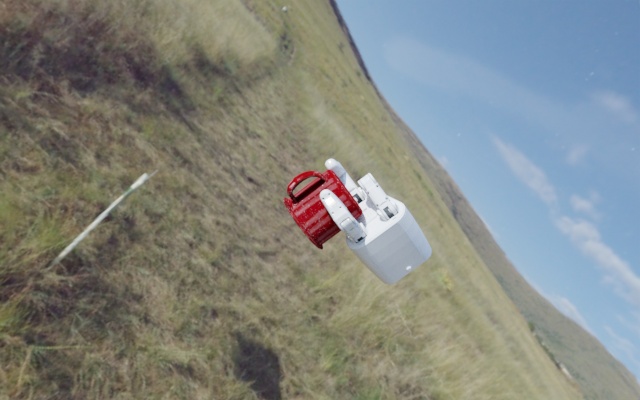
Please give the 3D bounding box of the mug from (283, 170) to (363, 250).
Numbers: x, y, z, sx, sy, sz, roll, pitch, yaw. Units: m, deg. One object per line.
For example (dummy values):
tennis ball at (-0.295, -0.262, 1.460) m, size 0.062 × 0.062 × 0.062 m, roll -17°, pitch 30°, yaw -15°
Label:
mug at (-0.001, 0.001, 0.679) m, size 0.081 × 0.117 × 0.093 m, roll -37°, pitch 36°, yaw 5°
